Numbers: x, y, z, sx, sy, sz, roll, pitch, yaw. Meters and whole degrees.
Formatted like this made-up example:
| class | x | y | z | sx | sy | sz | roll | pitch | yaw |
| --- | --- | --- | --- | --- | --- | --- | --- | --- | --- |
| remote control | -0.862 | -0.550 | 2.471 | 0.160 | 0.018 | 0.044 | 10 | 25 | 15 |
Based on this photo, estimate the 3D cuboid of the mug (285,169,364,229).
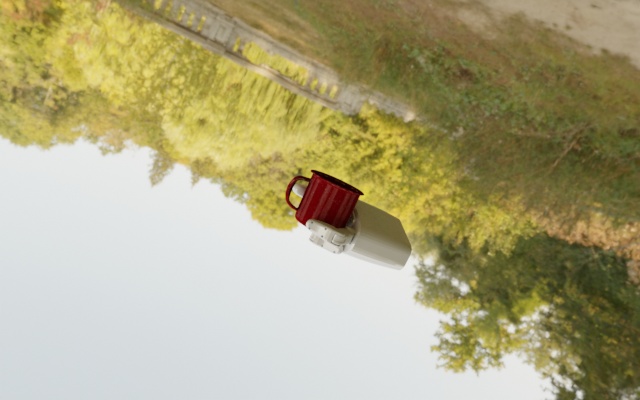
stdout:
| class | x | y | z | sx | sy | sz | roll | pitch | yaw |
| --- | --- | --- | --- | --- | --- | --- | --- | --- | --- |
| mug | -0.001 | 0.002 | 0.753 | 0.117 | 0.081 | 0.093 | 22 | 9 | -19 |
